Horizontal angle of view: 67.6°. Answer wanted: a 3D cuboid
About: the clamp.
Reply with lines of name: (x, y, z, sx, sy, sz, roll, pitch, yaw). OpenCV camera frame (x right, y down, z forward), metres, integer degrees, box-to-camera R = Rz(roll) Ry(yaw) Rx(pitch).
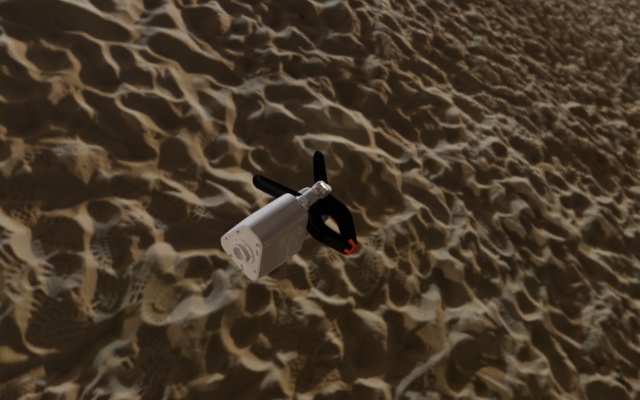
clamp: (0.001, 0.003, 0.858, 0.164, 0.210, 0.036, -35, -11, -39)
